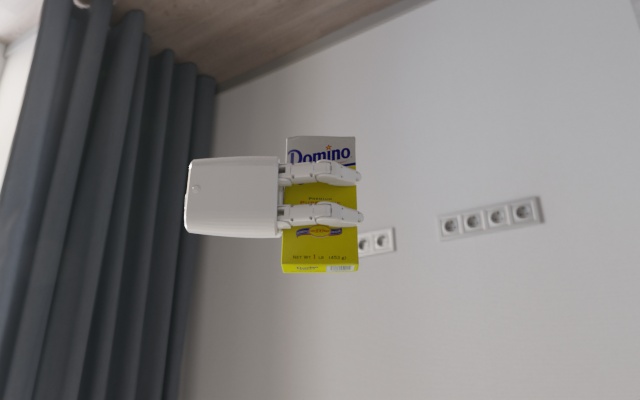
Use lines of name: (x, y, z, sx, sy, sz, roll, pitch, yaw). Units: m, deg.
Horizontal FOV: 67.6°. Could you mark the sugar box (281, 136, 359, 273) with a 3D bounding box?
sugar box: (0.000, 0.002, 0.603, 0.093, 0.176, 0.048, 0, -22, -1)
